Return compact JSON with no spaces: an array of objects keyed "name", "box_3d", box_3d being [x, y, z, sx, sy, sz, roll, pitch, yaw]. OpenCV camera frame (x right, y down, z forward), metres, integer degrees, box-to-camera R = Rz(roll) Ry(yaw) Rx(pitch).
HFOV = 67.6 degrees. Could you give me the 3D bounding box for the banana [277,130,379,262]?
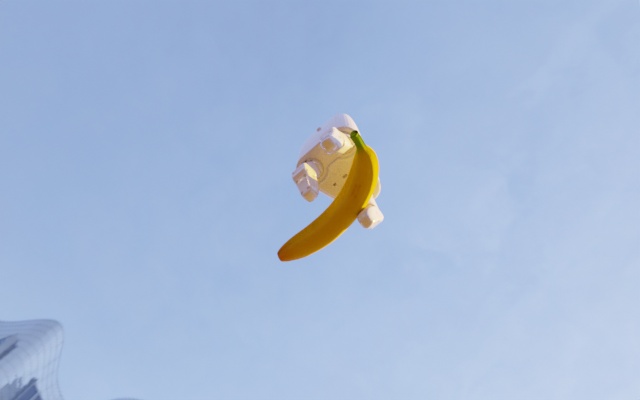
[{"name":"banana","box_3d":[0.018,0.006,0.588,0.069,0.198,0.037,23,24,-17]}]
